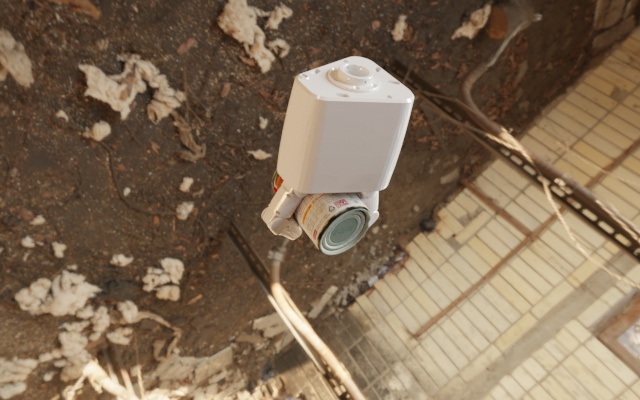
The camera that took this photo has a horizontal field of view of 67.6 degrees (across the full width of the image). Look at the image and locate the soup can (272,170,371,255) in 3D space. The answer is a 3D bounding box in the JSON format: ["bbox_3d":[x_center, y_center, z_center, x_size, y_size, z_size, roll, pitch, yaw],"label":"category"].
[{"bbox_3d":[0.000,0.002,0.524,0.068,0.068,0.102,0,38,-42],"label":"soup can"}]
